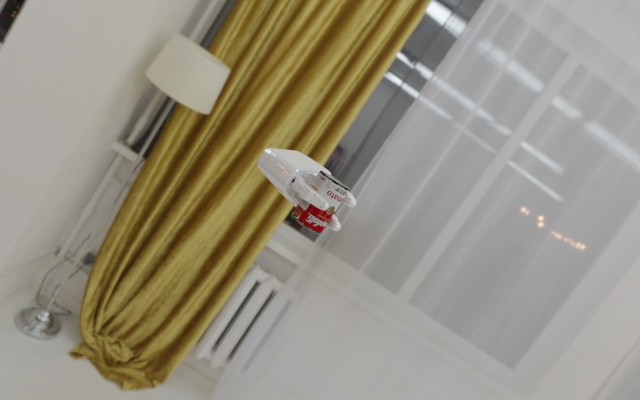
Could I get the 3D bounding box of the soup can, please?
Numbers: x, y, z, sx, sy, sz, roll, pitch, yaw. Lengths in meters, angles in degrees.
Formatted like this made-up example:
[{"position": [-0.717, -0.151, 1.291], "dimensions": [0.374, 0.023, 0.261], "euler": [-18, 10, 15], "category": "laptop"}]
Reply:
[{"position": [0.001, 0.003, 0.898], "dimensions": [0.068, 0.102, 0.068], "euler": [33, 7, -4], "category": "soup can"}]
